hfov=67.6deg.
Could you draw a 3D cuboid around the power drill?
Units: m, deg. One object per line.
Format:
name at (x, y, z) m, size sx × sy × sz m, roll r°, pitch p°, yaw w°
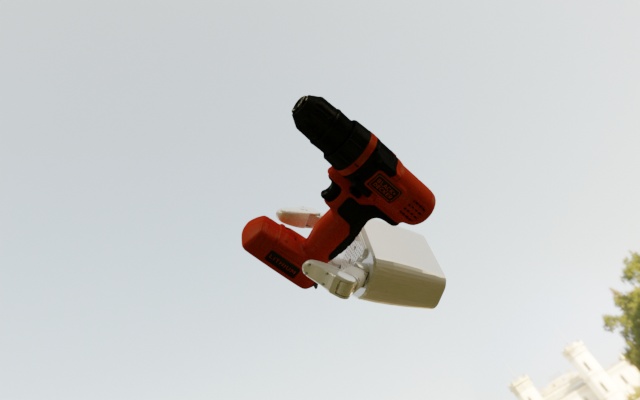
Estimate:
power drill at (0.000, 0.002, 0.511) m, size 0.184 × 0.188 × 0.057 m, roll 39°, pitch 28°, yaw -19°
